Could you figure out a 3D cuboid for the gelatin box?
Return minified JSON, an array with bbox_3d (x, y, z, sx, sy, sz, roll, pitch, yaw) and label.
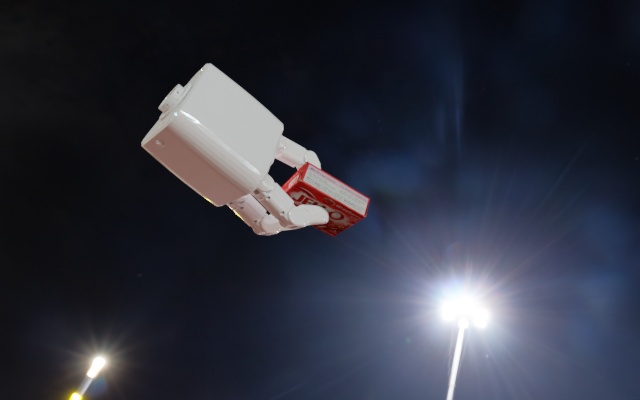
[{"bbox_3d":[0.000,0.002,0.553,0.089,0.030,0.073,29,-34,-16],"label":"gelatin box"}]
